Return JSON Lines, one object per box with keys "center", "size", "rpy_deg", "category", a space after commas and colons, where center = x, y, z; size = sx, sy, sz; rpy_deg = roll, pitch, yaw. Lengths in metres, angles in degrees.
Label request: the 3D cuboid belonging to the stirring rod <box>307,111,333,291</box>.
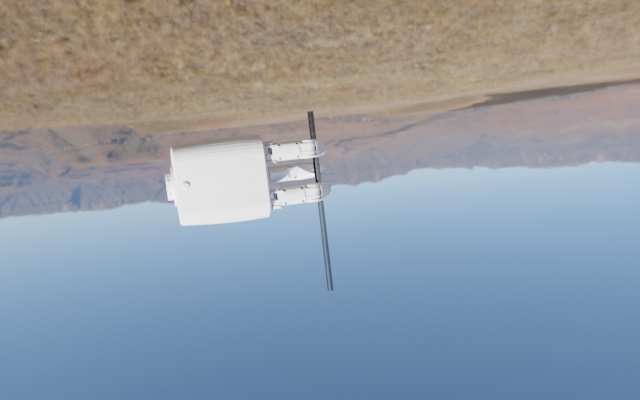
{"center": [0.000, 0.002, 0.637], "size": [0.011, 0.239, 0.011], "rpy_deg": [-6, 5, 1], "category": "stirring rod"}
